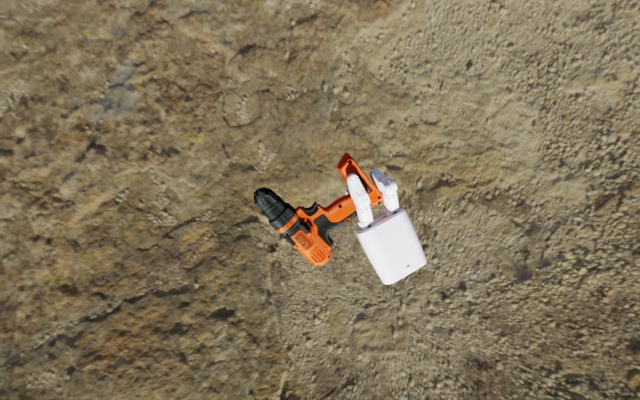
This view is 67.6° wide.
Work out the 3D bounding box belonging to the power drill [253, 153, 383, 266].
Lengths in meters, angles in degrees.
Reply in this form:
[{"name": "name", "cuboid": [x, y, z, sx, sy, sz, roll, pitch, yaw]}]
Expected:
[{"name": "power drill", "cuboid": [0.001, 0.003, 0.847, 0.187, 0.184, 0.057, -40, 21, 8]}]
